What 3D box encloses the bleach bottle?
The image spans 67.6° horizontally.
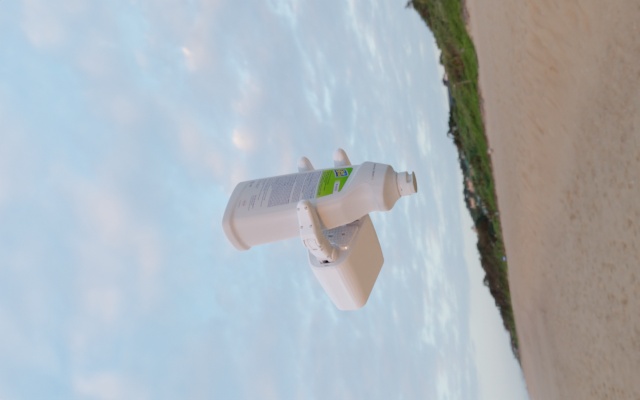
[{"bbox_3d":[0.000,0.002,0.630,0.251,0.102,0.068,-9,-47,20],"label":"bleach bottle"}]
